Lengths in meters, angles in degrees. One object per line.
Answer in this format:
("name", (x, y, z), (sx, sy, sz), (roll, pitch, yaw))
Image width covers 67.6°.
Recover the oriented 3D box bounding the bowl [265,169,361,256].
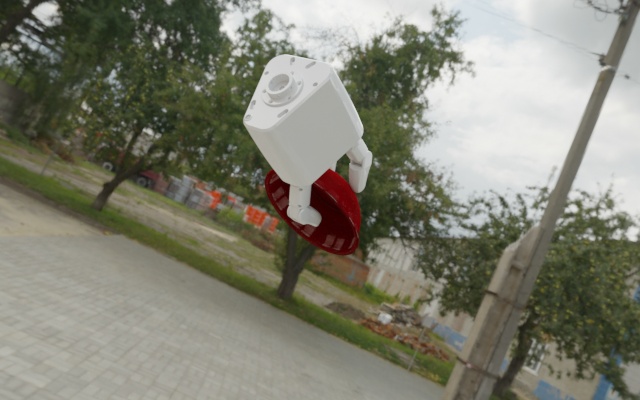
("bowl", (0.000, 0.003, 0.671), (0.162, 0.162, 0.055), (0, 41, 52))
